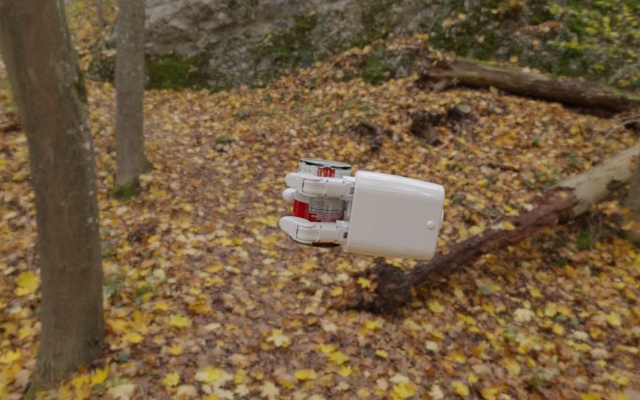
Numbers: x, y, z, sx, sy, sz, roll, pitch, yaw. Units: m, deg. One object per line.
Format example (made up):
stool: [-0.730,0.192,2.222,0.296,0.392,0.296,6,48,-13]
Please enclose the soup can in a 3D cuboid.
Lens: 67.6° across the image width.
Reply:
soup can: [0.000,0.002,0.604,0.068,0.102,0.068,8,9,-1]
